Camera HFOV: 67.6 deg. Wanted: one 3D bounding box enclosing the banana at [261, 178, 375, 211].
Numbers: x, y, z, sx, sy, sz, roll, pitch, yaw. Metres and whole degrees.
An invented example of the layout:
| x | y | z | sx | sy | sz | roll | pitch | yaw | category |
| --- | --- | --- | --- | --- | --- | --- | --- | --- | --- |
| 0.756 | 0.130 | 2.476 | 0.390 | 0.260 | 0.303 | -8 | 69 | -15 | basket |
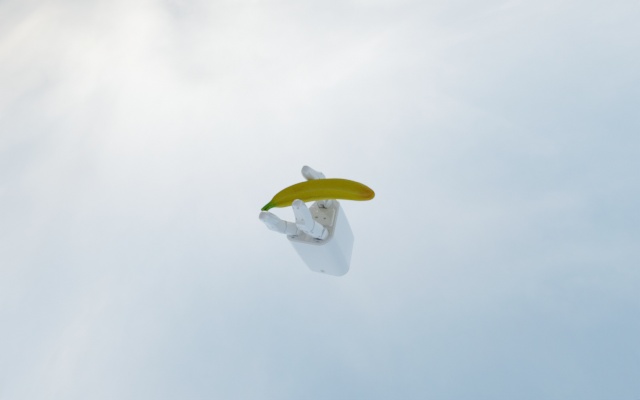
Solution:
| x | y | z | sx | sy | sz | roll | pitch | yaw | category |
| --- | --- | --- | --- | --- | --- | --- | --- | --- | --- |
| -0.001 | -0.010 | 0.814 | 0.198 | 0.037 | 0.069 | -9 | 41 | 18 | banana |
